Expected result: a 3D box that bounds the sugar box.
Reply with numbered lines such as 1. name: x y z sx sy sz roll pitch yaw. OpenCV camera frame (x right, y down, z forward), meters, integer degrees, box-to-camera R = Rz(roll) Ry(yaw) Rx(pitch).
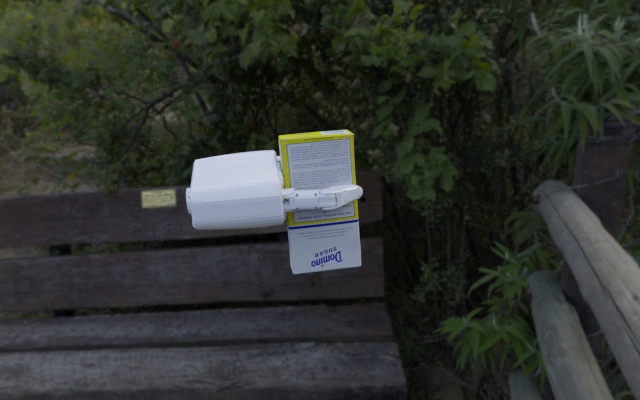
1. sugar box: 0.000 0.002 0.615 0.093 0.176 0.048 -5 16 -6
